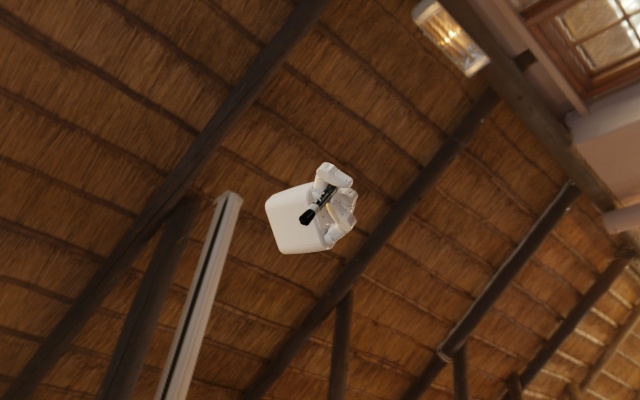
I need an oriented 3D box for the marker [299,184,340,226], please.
[{"bbox_3d":[0.000,0.002,0.755,0.020,0.020,0.121,0,31,32],"label":"marker"}]
